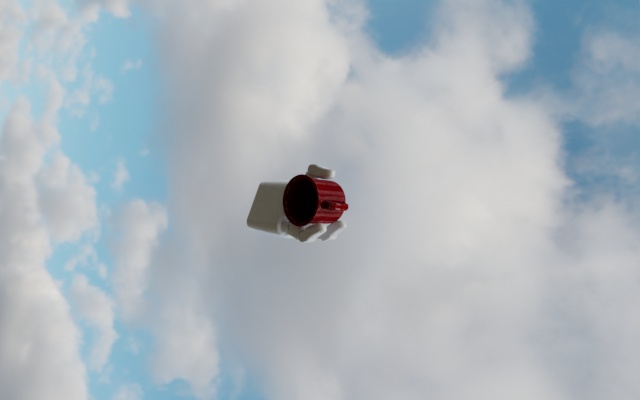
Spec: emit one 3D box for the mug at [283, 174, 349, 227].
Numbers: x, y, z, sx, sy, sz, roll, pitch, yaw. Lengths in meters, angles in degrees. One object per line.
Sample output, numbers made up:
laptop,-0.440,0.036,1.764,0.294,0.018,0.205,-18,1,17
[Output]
mug,0.001,0.003,0.862,0.117,0.093,0.081,8,3,44
